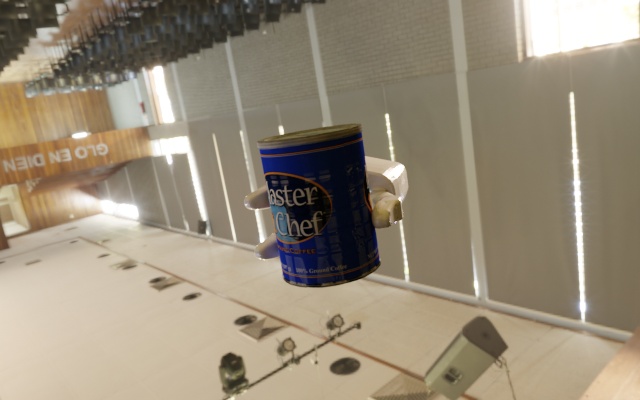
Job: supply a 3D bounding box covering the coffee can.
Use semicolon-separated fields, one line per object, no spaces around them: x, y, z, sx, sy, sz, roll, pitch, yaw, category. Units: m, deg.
0.000;0.001;0.475;0.103;0.140;0.102;-9;12;2;coffee can
